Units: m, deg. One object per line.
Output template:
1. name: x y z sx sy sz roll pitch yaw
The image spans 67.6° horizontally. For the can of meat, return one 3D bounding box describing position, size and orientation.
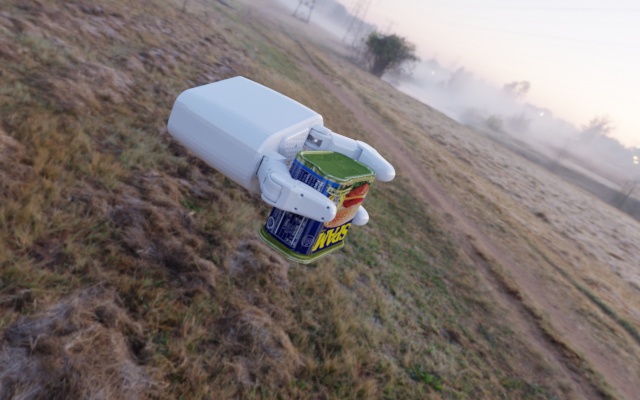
1. can of meat: 0.000 0.001 0.443 0.057 0.084 0.102 33 20 21
